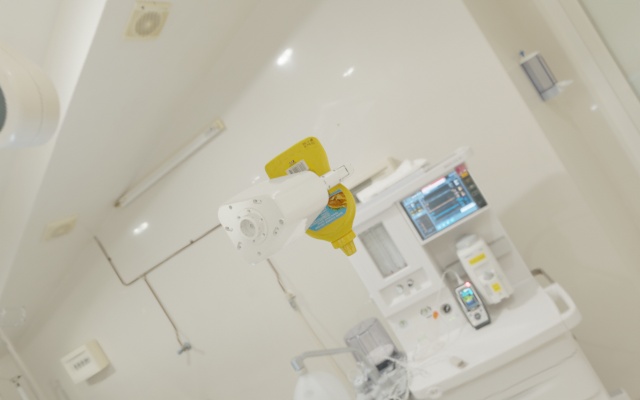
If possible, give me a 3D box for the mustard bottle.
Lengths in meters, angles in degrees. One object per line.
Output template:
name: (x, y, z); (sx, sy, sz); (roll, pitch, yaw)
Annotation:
mustard bottle: (0.000, 0.002, 0.748); (0.096, 0.191, 0.058); (-31, 0, 9)
